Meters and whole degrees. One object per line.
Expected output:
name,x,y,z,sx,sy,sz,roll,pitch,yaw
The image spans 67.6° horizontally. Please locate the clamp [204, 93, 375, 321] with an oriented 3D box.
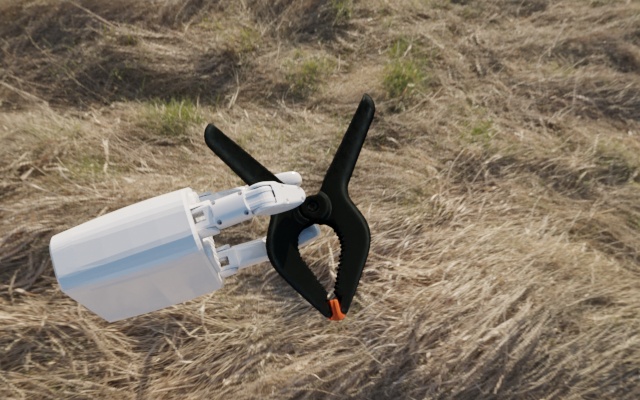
clamp,0.000,0.002,0.437,0.164,0.210,0.036,-19,-11,-6
